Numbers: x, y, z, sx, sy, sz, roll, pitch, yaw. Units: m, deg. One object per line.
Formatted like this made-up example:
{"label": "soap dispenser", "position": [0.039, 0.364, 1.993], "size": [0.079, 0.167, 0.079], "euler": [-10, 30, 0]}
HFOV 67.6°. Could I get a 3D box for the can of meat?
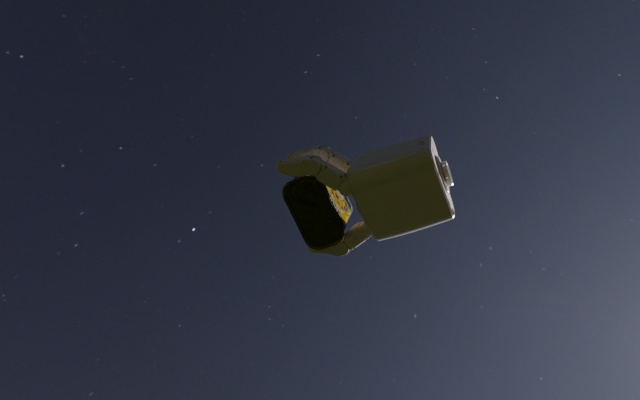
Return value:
{"label": "can of meat", "position": [0.000, 0.002, 0.652], "size": [0.057, 0.102, 0.084], "euler": [-20, 16, 21]}
